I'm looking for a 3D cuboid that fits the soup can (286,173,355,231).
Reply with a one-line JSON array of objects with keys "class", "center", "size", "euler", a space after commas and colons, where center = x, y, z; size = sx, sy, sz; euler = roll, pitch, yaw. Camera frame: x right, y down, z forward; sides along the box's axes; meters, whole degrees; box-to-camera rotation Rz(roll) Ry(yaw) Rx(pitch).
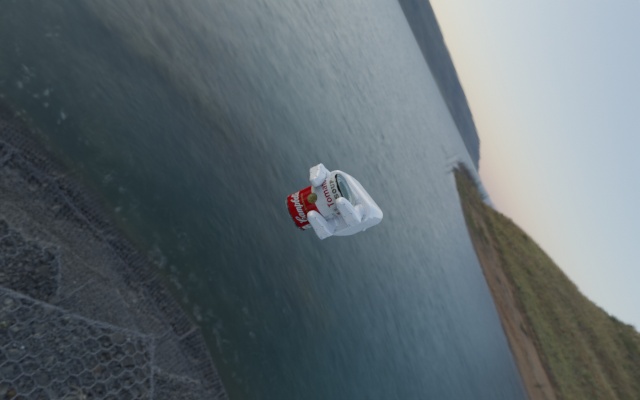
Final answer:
[{"class": "soup can", "center": [0.000, 0.002, 0.831], "size": [0.102, 0.068, 0.068], "euler": [-24, -8, 18]}]
